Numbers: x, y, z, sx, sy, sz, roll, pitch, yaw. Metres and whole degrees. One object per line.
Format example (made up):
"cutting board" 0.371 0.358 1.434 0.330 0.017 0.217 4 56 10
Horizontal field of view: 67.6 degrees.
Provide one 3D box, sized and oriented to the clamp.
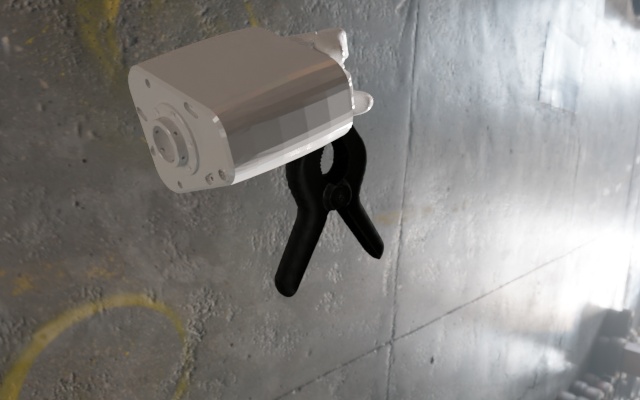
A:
"clamp" 0.001 0.001 0.417 0.120 0.171 0.039 -30 29 -34
